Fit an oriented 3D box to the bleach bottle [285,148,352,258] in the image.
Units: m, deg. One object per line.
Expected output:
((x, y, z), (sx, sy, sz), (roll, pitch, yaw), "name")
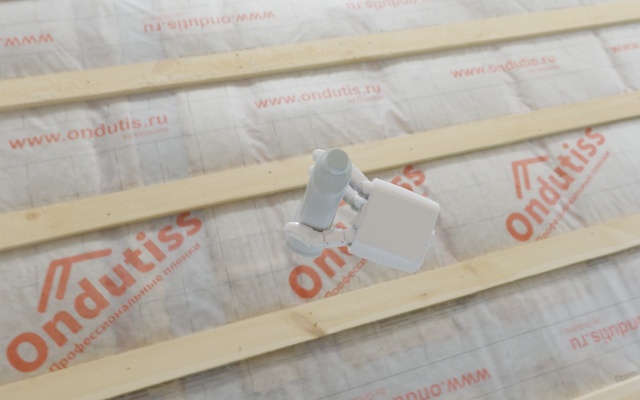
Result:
((0.000, 0.002, 0.708), (0.068, 0.102, 0.251), (20, -24, -1), "bleach bottle")
